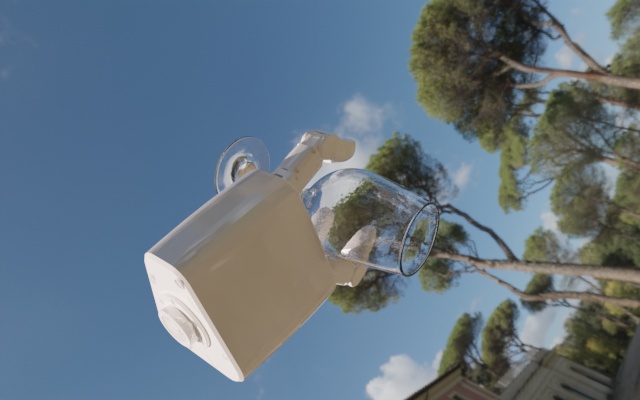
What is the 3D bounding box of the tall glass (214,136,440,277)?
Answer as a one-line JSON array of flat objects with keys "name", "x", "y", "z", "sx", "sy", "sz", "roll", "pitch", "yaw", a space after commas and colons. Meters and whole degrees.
[{"name": "tall glass", "x": 0.000, "y": 0.001, "z": 0.423, "sx": 0.201, "sy": 0.079, "sz": 0.079, "roll": 20, "pitch": 11, "yaw": 33}]
